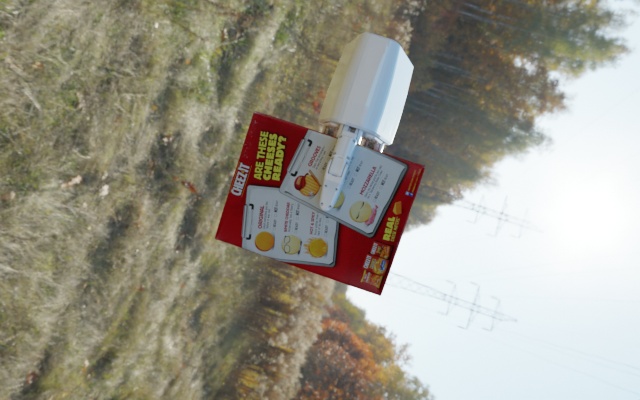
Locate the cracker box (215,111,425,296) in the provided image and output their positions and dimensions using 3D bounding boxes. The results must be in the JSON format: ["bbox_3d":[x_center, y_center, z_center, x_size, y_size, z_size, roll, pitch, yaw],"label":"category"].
[{"bbox_3d":[0.000,0.002,0.593,0.213,0.164,0.072,18,3,5],"label":"cracker box"}]
